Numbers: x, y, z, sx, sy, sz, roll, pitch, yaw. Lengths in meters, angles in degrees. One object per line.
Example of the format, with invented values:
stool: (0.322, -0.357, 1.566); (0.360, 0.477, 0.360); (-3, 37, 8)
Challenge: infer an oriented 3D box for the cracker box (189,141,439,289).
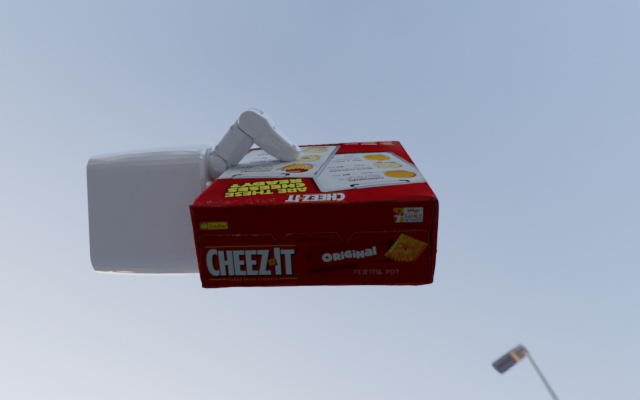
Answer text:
cracker box: (0.000, 0.001, 0.416); (0.164, 0.072, 0.213); (-2, 17, 3)
